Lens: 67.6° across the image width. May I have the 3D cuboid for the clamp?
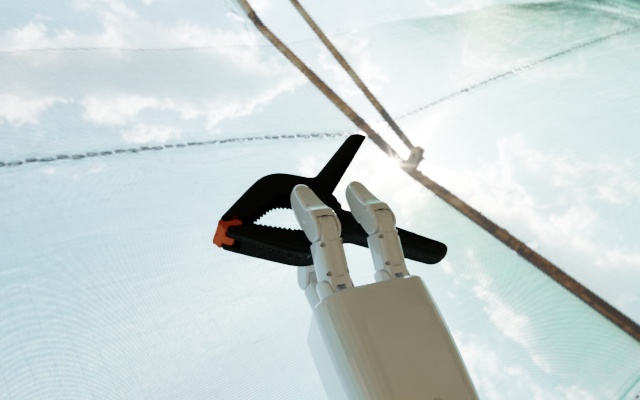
[{"bbox_3d":[-0.001,0.002,0.441,0.210,0.164,0.036,-6,-37,-29],"label":"clamp"}]
